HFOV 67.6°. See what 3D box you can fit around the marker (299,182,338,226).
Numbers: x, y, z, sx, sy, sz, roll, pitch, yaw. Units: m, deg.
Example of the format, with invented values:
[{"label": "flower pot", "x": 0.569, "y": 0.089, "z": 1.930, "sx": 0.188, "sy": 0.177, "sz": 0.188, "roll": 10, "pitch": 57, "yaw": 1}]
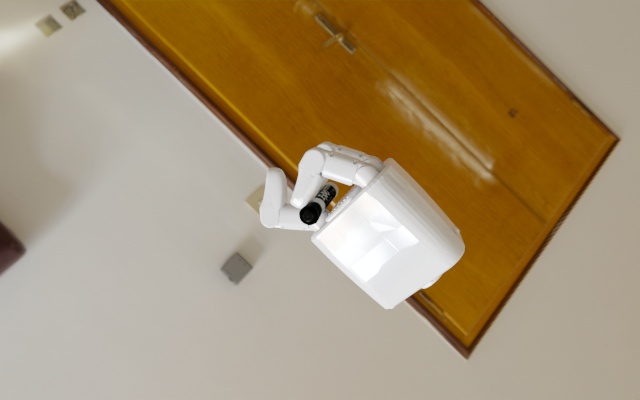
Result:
[{"label": "marker", "x": 0.000, "y": 0.002, "z": 0.482, "sx": 0.020, "sy": 0.020, "sz": 0.121, "roll": 0, "pitch": 13, "yaw": 11}]
